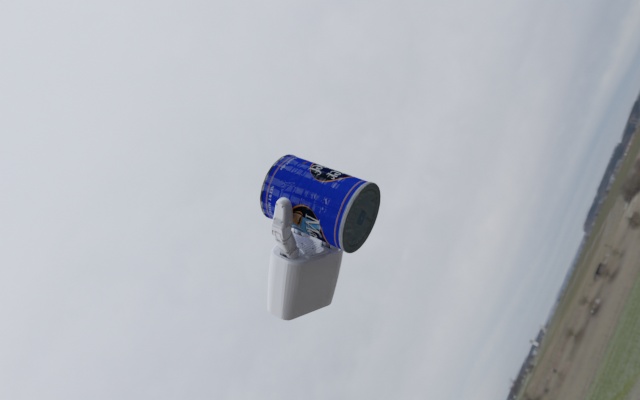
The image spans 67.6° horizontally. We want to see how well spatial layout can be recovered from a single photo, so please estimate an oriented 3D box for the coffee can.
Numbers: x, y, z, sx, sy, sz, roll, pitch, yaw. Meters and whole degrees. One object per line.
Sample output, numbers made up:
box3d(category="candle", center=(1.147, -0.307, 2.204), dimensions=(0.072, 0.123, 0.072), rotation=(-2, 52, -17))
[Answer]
box3d(category="coffee can", center=(0.000, 0.002, 0.681), dimensions=(0.140, 0.103, 0.103), rotation=(21, 10, 27))
